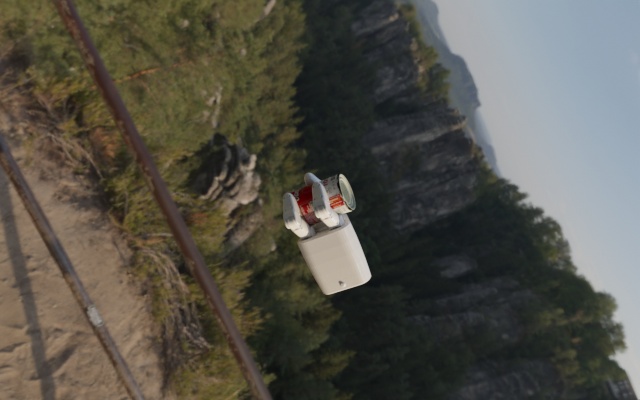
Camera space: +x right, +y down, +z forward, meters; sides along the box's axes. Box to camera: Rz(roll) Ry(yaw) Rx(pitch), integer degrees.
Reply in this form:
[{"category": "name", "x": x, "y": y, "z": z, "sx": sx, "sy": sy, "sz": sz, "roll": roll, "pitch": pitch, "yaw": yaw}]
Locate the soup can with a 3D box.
[{"category": "soup can", "x": 0.000, "y": 0.002, "z": 0.815, "sx": 0.102, "sy": 0.068, "sz": 0.068, "roll": -21, "pitch": -7, "yaw": 19}]
